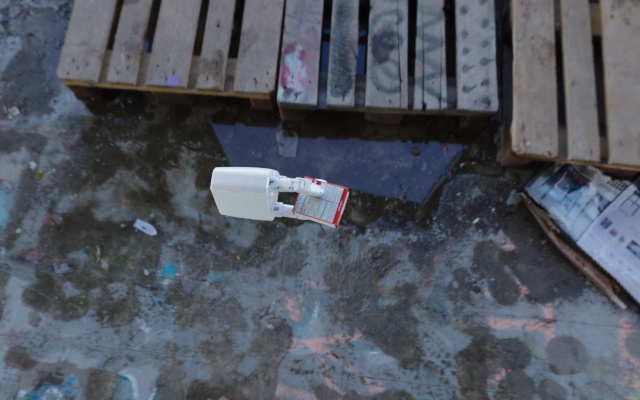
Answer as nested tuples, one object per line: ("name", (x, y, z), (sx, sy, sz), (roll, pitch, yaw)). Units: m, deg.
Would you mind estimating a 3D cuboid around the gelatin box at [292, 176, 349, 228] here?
("gelatin box", (0.000, 0.003, 0.887), (0.089, 0.073, 0.030), (16, -15, 12))
